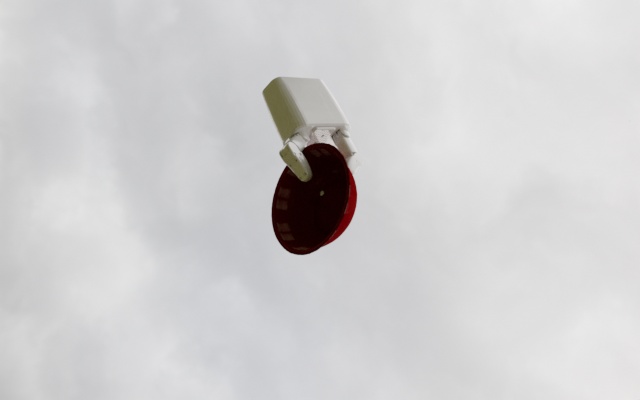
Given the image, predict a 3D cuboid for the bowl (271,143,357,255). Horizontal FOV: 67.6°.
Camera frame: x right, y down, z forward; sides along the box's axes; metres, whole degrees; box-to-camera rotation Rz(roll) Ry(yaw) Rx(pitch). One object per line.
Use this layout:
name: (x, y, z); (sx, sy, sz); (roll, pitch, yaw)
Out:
bowl: (0.001, 0.004, 0.682); (0.055, 0.162, 0.162); (18, -12, -41)
